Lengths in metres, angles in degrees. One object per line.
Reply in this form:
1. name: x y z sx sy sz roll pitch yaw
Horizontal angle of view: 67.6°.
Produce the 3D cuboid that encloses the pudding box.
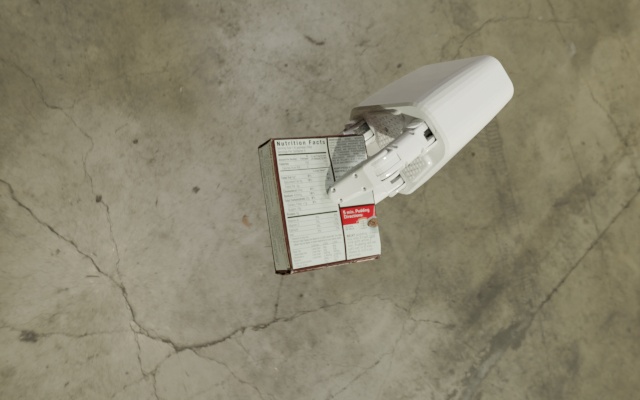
1. pudding box: 0.000 0.001 0.409 0.090 0.113 0.039 -6 -7 -25
